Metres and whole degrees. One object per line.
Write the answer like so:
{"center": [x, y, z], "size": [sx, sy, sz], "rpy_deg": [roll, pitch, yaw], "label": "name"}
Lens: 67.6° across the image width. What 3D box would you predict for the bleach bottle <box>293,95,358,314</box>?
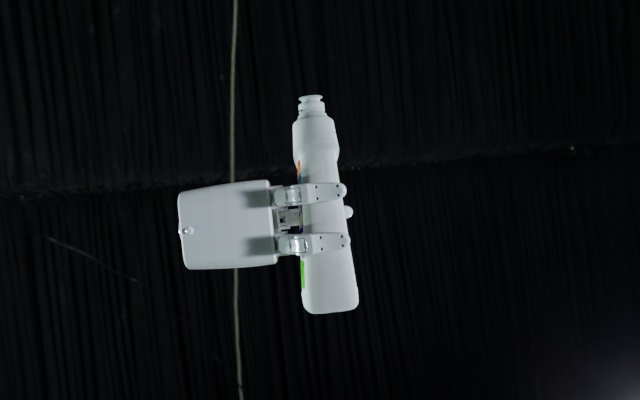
{"center": [0.000, 0.002, 0.580], "size": [0.068, 0.251, 0.102], "rpy_deg": [-6, 0, -3], "label": "bleach bottle"}
